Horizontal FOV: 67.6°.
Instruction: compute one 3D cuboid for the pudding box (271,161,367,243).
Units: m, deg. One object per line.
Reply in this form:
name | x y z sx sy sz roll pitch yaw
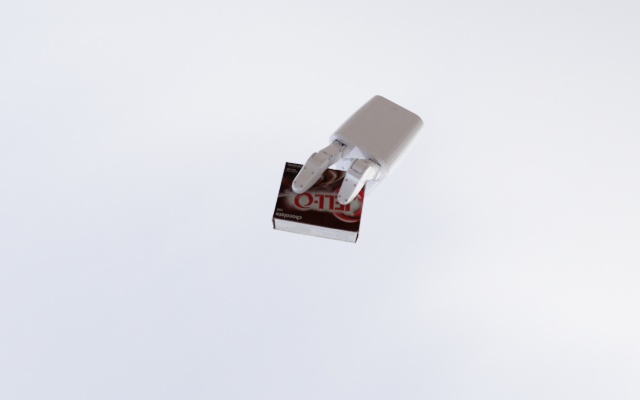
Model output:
pudding box | 0.000 0.002 0.625 0.113 0.090 0.039 8 -33 4
